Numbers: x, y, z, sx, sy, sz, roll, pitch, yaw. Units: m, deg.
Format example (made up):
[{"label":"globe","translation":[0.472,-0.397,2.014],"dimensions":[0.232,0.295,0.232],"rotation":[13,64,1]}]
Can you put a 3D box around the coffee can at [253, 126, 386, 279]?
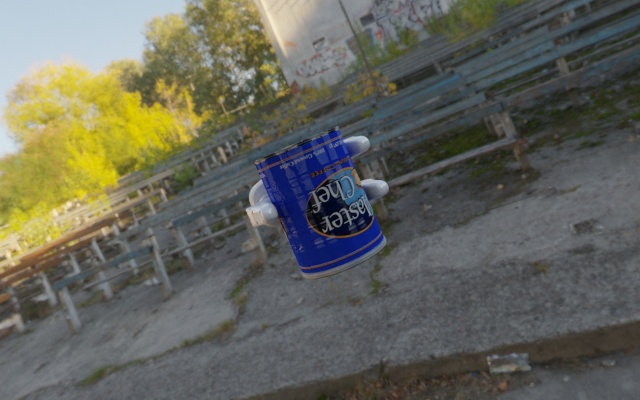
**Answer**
[{"label":"coffee can","translation":[0.000,0.002,0.532],"dimensions":[0.103,0.140,0.103],"rotation":[-23,7,3]}]
